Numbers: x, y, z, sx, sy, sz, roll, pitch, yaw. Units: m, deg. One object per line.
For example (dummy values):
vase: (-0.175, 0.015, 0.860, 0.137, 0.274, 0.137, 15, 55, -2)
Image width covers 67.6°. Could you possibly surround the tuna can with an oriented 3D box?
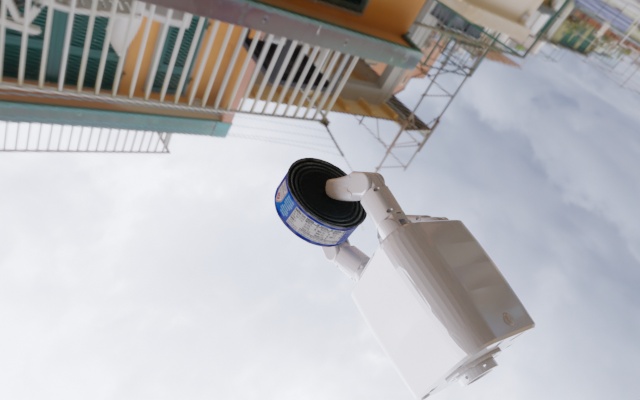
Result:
tuna can: (0.000, 0.002, 0.455, 0.086, 0.086, 0.034, 0, -39, -38)
